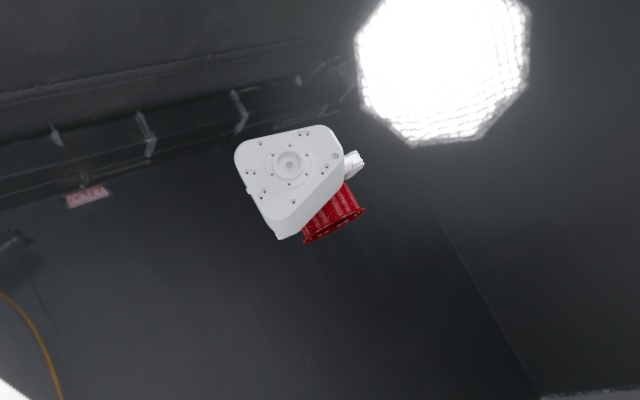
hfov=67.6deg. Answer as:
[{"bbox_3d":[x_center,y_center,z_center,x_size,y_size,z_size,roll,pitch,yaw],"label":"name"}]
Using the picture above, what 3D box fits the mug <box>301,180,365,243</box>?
[{"bbox_3d":[0.000,0.002,0.650,0.093,0.081,0.117,-28,-10,-5],"label":"mug"}]
